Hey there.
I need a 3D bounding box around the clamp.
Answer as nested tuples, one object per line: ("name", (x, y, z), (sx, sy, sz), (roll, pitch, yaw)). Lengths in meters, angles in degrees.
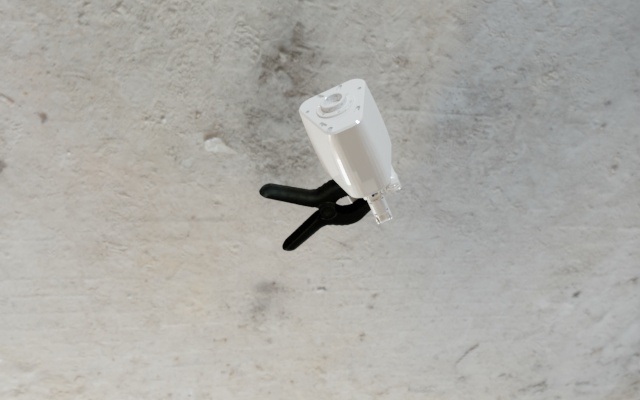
("clamp", (0.000, 0.003, 0.681), (0.171, 0.120, 0.039), (-24, 40, 7))
